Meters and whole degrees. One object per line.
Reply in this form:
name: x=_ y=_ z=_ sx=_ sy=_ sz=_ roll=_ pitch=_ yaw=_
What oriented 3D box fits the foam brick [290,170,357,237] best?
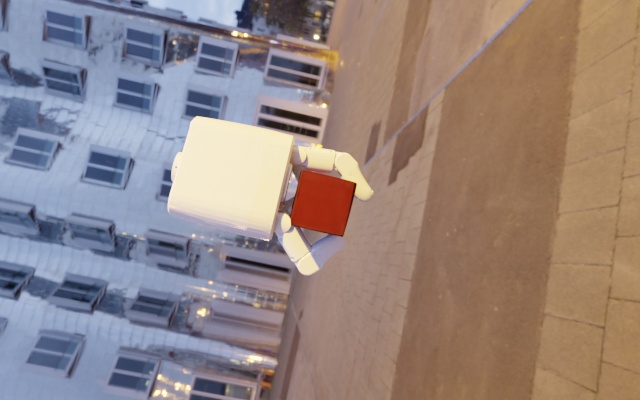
foam brick: x=0.000 y=0.001 z=0.467 sx=0.051 sy=0.053 sz=0.078 roll=14 pitch=1 yaw=-5
